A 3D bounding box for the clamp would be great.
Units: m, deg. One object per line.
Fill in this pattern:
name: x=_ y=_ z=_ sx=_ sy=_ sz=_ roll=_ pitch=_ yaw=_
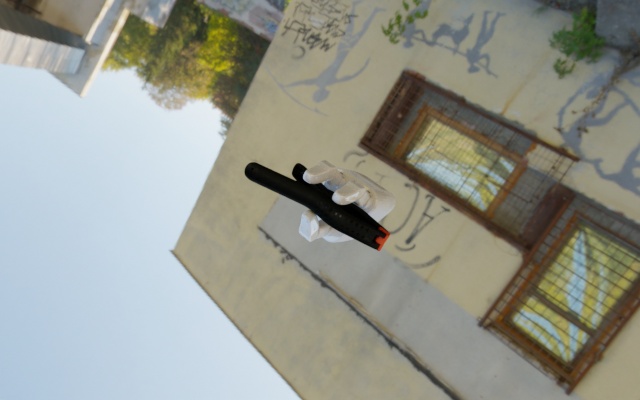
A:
clamp: x=0.000 y=0.003 z=0.675 sx=0.210 sy=0.036 sz=0.164 roll=36 pitch=17 yaw=23
